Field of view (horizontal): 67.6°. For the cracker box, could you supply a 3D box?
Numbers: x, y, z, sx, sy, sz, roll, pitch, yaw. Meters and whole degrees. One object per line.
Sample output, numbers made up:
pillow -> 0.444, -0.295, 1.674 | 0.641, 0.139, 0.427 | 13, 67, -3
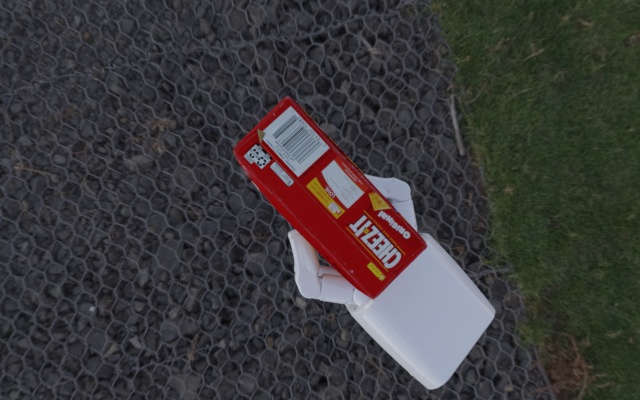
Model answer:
cracker box -> 0.000, 0.001, 0.473 | 0.072, 0.164, 0.214 | -44, 2, -4
